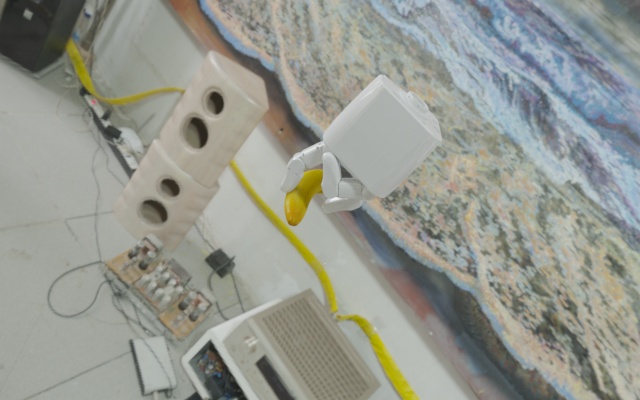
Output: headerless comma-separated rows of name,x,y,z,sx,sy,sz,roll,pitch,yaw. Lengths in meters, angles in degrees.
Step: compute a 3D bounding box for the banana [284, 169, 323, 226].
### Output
banana,-0.010,-0.012,0.715,0.037,0.069,0.198,-44,-10,26
